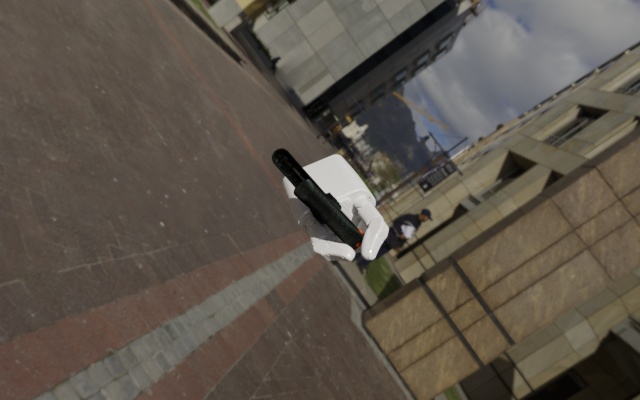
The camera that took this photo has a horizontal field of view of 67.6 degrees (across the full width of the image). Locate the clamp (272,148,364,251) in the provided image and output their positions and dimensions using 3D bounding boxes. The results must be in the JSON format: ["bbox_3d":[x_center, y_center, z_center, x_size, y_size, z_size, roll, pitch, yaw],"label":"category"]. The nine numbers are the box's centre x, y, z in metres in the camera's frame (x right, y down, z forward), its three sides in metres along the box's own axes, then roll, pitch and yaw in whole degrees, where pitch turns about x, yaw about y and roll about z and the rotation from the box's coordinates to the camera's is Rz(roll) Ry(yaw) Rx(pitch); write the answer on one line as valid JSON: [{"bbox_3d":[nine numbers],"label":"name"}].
[{"bbox_3d":[0.001,0.002,0.621,0.039,0.120,0.171,-36,-48,6],"label":"clamp"}]
